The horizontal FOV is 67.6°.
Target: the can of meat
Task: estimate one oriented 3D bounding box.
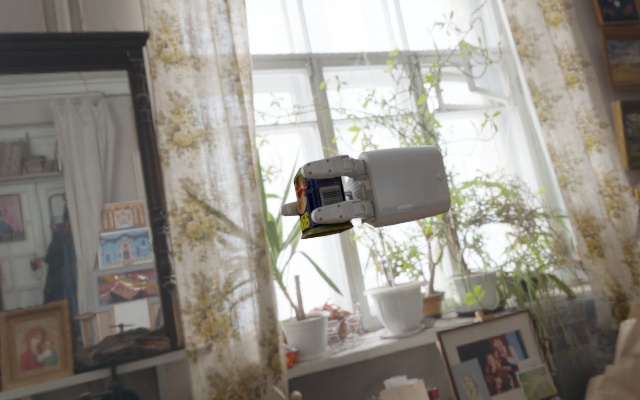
[{"bbox_3d":[0.000,0.002,0.611,0.057,0.084,0.102,-9,-7,-12],"label":"can of meat"}]
